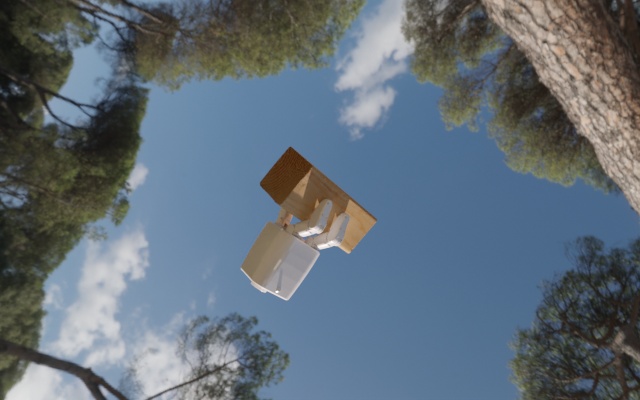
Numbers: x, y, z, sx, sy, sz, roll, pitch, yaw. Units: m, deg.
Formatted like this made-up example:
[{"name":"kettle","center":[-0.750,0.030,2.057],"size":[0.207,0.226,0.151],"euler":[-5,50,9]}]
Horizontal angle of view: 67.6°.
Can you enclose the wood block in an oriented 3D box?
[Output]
[{"name":"wood block","center":[0.000,0.003,0.882],"size":[0.206,0.090,0.090],"euler":[38,3,-42]}]
